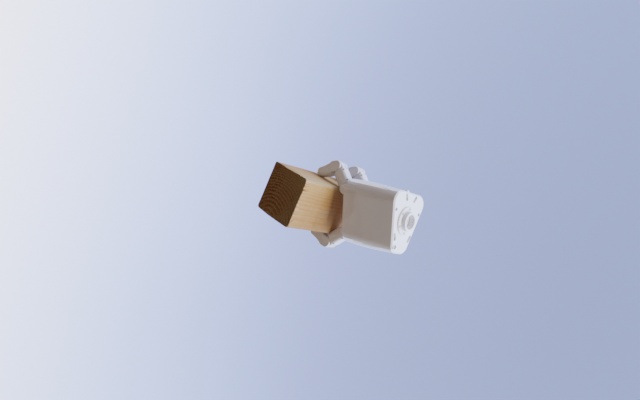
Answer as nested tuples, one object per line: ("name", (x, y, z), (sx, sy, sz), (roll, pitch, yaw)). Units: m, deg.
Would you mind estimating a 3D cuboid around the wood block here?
("wood block", (0.000, 0.003, 0.885), (0.206, 0.091, 0.090), (13, 15, -48))
